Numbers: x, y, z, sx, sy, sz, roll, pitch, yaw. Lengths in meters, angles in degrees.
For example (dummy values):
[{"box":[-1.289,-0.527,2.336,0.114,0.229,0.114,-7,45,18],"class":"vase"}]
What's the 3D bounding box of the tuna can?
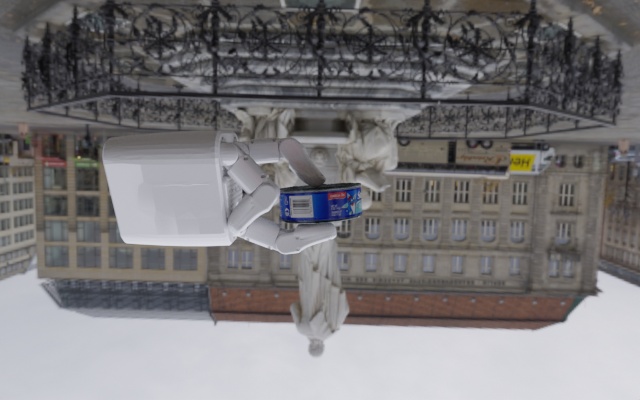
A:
[{"box":[0.000,0.002,0.492,0.086,0.034,0.086,-4,5,0],"class":"tuna can"}]
